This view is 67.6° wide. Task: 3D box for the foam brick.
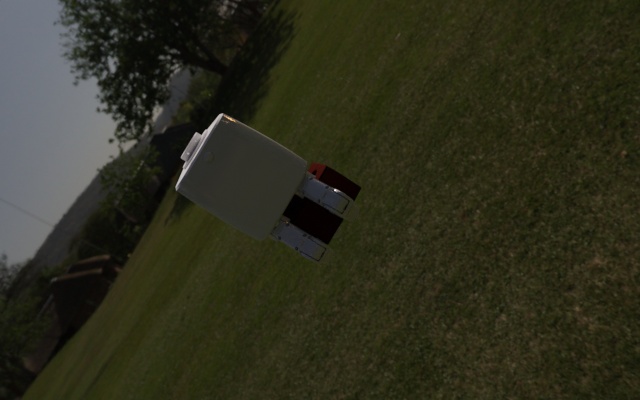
[{"bbox_3d":[0.000,0.002,0.549,0.051,0.078,0.053,31,-2,-19],"label":"foam brick"}]
